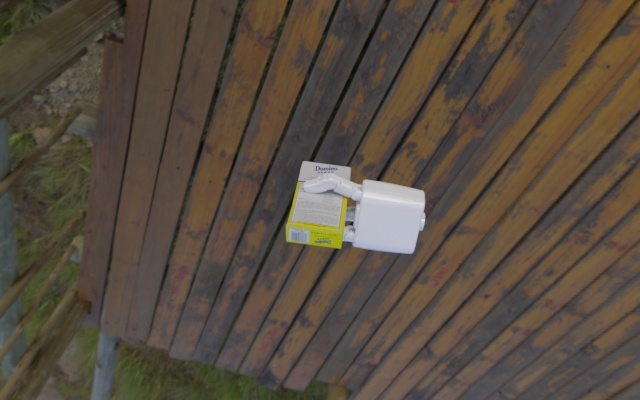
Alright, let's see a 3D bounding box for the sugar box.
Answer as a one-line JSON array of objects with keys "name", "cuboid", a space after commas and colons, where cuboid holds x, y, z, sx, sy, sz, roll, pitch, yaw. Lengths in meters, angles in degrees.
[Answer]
[{"name": "sugar box", "cuboid": [0.000, 0.003, 0.825, 0.093, 0.048, 0.176, 8, 38, 3]}]
